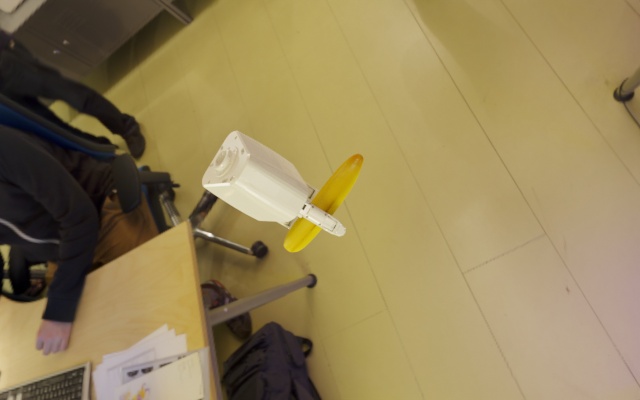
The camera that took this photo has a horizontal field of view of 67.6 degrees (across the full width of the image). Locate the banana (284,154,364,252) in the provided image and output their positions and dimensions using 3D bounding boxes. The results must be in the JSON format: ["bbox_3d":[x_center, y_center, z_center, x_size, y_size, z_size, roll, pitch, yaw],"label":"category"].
[{"bbox_3d":[-0.002,0.012,0.718,0.037,0.198,0.069,35,18,-13],"label":"banana"}]
